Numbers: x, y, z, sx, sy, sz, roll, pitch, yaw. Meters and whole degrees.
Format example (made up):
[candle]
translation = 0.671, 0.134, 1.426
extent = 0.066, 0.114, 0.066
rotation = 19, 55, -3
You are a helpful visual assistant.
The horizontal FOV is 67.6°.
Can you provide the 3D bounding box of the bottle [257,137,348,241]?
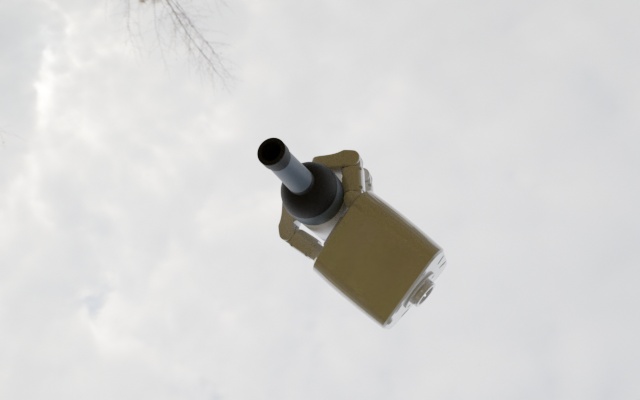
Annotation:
[bottle]
translation = 0.000, 0.002, 0.555
extent = 0.069, 0.069, 0.296
rotation = 0, -18, 18
